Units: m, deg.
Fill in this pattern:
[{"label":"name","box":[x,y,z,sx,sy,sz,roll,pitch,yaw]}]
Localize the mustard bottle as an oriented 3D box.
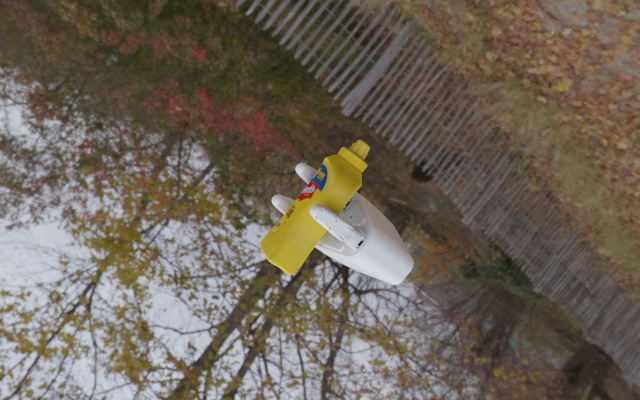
[{"label":"mustard bottle","box":[0.000,0.002,0.623,0.058,0.191,0.096,37,3,-13]}]
